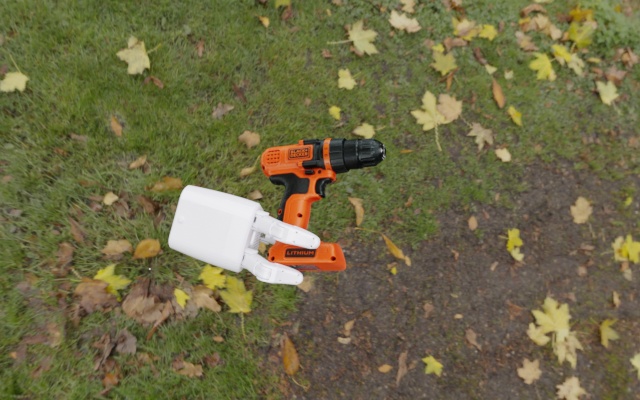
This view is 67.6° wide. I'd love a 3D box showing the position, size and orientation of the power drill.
[{"bbox_3d":[0.000,0.003,0.666,0.184,0.187,0.057,-5,-21,20],"label":"power drill"}]
